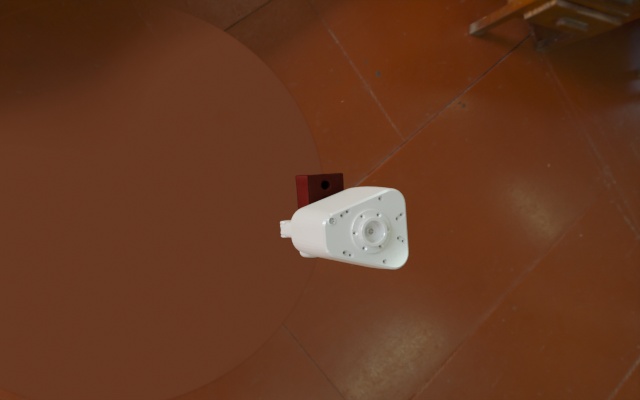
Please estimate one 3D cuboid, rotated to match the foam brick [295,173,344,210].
[{"bbox_3d":[0.000,0.002,0.649,0.053,0.078,0.051,-5,1,-21],"label":"foam brick"}]
